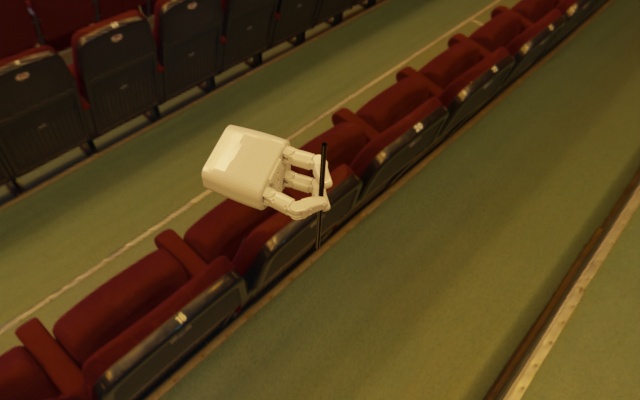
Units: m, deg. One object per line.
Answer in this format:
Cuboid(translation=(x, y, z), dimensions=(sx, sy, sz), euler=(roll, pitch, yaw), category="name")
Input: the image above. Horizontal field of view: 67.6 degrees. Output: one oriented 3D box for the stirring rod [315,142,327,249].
Cuboid(translation=(0.000, 0.003, 0.738), dimensions=(0.011, 0.011, 0.240), euler=(0, -41, -3), category="stirring rod")
